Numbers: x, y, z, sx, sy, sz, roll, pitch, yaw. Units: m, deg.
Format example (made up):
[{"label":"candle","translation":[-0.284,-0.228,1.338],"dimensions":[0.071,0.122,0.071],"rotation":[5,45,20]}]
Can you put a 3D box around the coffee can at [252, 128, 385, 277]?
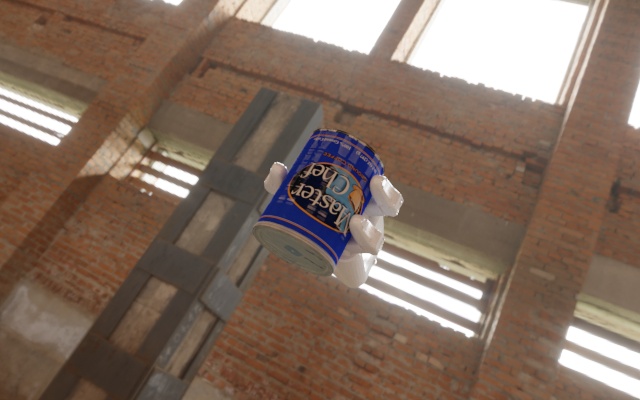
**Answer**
[{"label":"coffee can","translation":[0.000,0.002,0.556],"dimensions":[0.103,0.140,0.103],"rotation":[25,-23,12]}]
